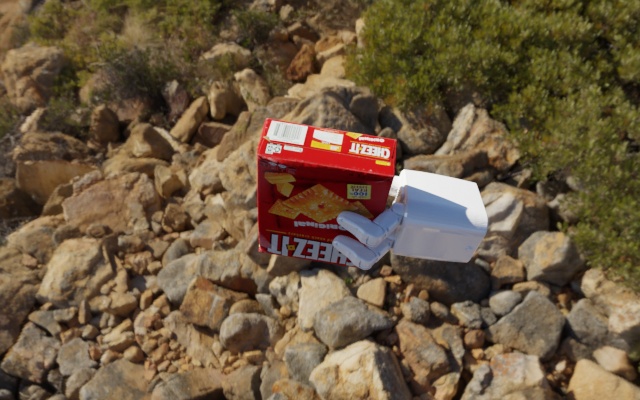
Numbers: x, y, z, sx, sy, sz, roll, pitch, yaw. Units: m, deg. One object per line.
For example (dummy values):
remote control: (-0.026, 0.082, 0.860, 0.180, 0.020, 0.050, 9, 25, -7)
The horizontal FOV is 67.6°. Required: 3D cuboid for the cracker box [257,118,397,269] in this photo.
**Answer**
cracker box: (0.000, 0.002, 0.640, 0.164, 0.072, 0.214, 10, -39, 1)
